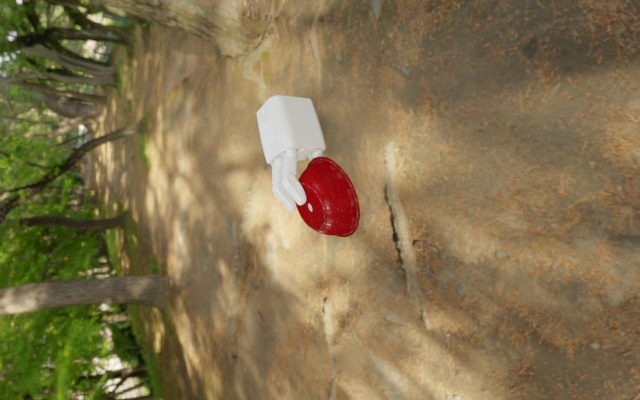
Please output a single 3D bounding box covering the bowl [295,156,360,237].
[{"bbox_3d":[0.000,0.004,0.884,0.055,0.162,0.162,-24,13,-32],"label":"bowl"}]
